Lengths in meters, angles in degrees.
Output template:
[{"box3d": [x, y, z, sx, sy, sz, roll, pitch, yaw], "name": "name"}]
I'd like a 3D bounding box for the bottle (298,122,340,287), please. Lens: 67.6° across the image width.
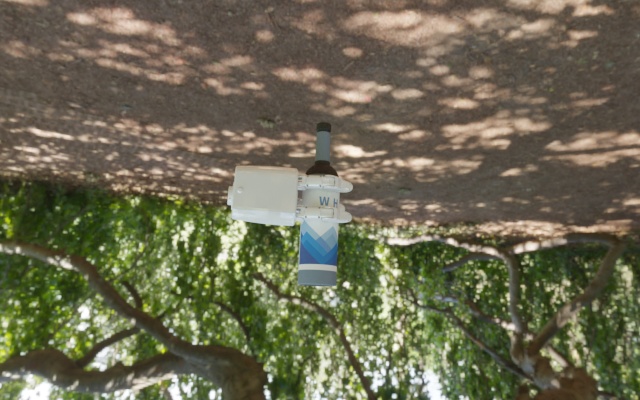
[{"box3d": [0.000, 0.003, 0.854, 0.069, 0.295, 0.069, 2, -13, 1], "name": "bottle"}]
